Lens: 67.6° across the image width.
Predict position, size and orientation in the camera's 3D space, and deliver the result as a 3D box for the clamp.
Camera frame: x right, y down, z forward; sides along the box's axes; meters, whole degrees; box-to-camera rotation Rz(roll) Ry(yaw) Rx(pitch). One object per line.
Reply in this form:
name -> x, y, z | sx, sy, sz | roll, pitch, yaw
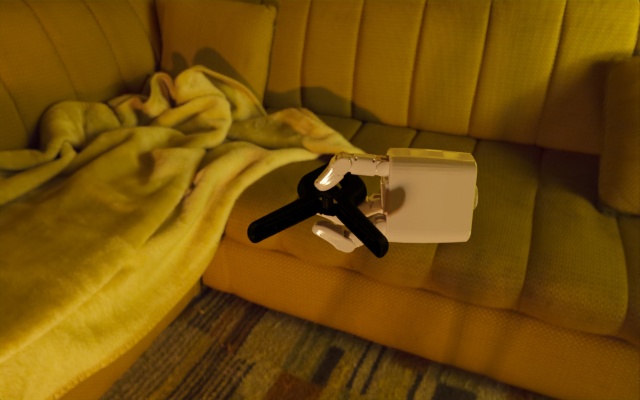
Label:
clamp -> 0.000, 0.001, 0.623 | 0.164, 0.036, 0.209 | 3, 31, 1
